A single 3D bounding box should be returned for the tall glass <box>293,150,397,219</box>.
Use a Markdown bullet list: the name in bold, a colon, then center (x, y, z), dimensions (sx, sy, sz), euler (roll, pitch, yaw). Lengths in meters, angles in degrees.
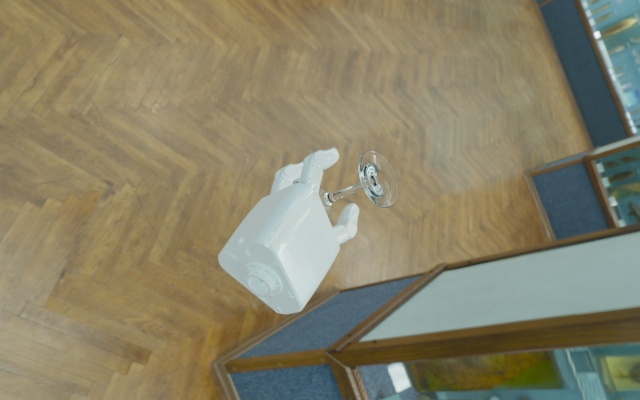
- **tall glass**: center (0.001, 0.002, 0.643), dimensions (0.201, 0.079, 0.079), euler (-22, -14, 40)
